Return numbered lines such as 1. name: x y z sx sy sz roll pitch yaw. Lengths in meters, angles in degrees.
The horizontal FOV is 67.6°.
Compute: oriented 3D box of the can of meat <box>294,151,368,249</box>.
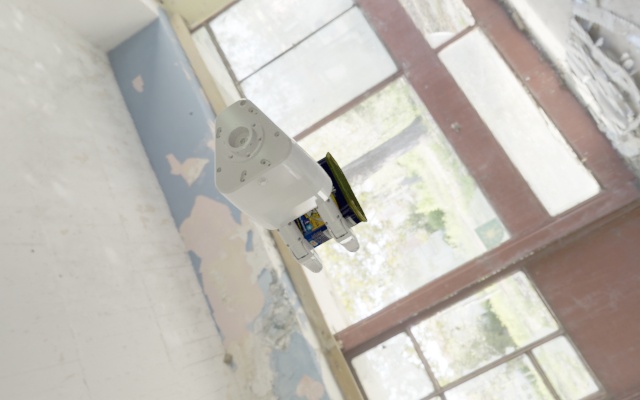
1. can of meat: 0.000 0.002 0.618 0.084 0.102 0.057 -30 -26 9
